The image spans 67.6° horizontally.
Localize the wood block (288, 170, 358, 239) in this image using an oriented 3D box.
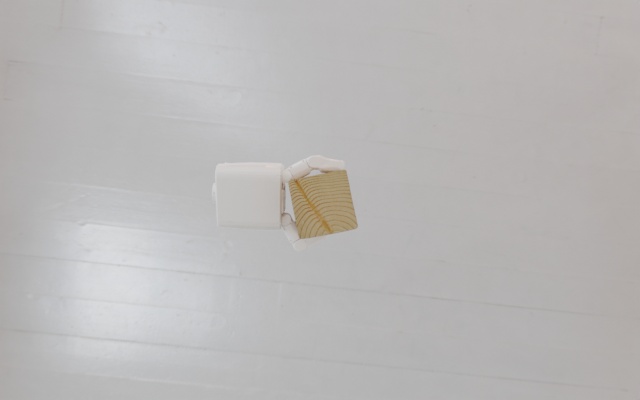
[{"bbox_3d":[0.000,0.003,0.797,0.090,0.091,0.206,-11,3,-2],"label":"wood block"}]
